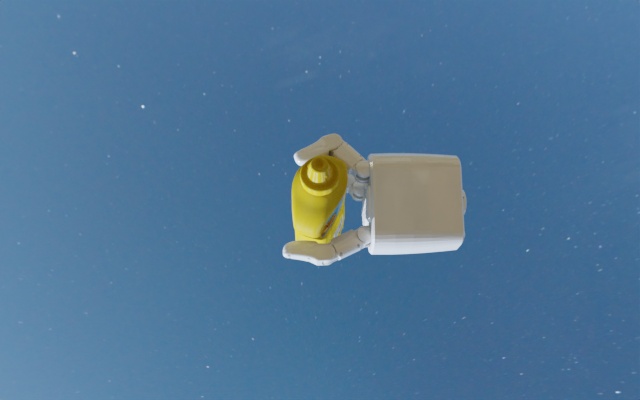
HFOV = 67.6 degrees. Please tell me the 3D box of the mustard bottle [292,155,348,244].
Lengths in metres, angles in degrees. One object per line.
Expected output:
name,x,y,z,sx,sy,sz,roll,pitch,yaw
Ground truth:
mustard bottle,0.000,0.002,0.561,0.058,0.096,0.192,22,-21,9
